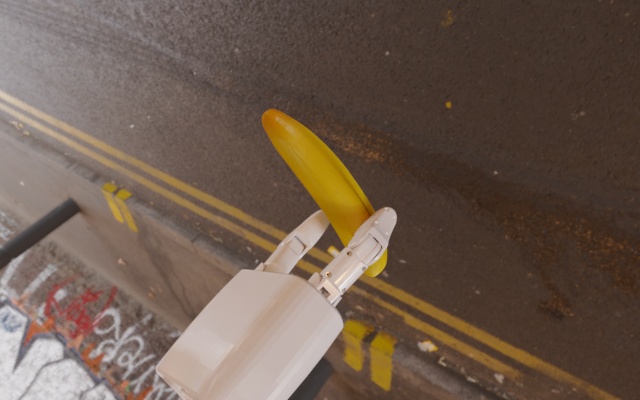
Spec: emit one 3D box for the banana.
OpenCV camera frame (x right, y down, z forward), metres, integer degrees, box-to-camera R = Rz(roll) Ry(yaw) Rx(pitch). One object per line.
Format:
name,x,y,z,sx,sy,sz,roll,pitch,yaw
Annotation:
banana,0.014,0.005,0.420,0.069,0.198,0.037,7,45,49
